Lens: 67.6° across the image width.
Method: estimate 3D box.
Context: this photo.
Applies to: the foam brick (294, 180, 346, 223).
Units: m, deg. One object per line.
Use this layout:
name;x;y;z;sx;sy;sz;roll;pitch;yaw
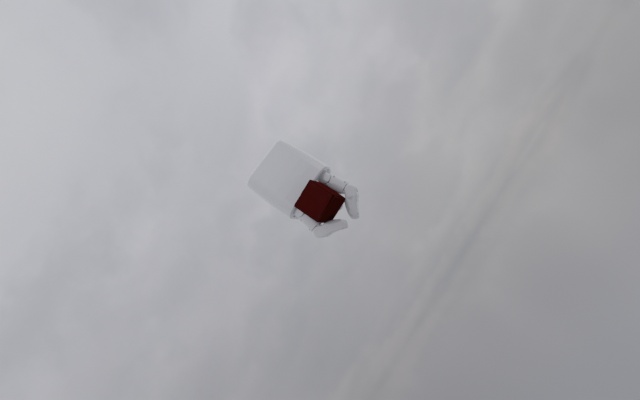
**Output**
foam brick;0.000;0.003;0.800;0.051;0.053;0.078;34;7;16
